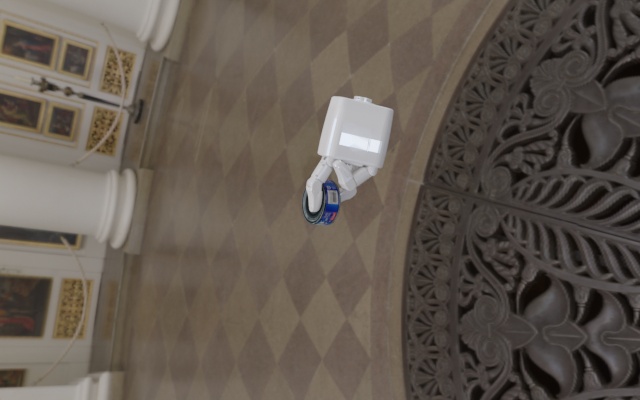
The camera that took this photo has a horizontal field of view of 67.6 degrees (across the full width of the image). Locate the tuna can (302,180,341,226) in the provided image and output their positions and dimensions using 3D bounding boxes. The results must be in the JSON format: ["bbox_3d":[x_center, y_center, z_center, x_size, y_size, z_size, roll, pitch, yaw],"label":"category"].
[{"bbox_3d":[0.000,0.003,0.881,0.034,0.086,0.086,5,-3,-32],"label":"tuna can"}]
